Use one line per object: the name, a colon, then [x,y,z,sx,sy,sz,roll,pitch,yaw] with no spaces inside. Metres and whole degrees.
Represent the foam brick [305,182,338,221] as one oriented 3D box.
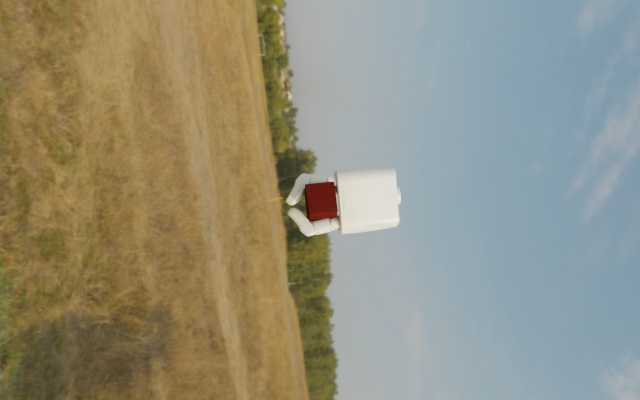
foam brick: [0.000,0.003,0.829,0.051,0.053,0.078,-5,-11,-3]
